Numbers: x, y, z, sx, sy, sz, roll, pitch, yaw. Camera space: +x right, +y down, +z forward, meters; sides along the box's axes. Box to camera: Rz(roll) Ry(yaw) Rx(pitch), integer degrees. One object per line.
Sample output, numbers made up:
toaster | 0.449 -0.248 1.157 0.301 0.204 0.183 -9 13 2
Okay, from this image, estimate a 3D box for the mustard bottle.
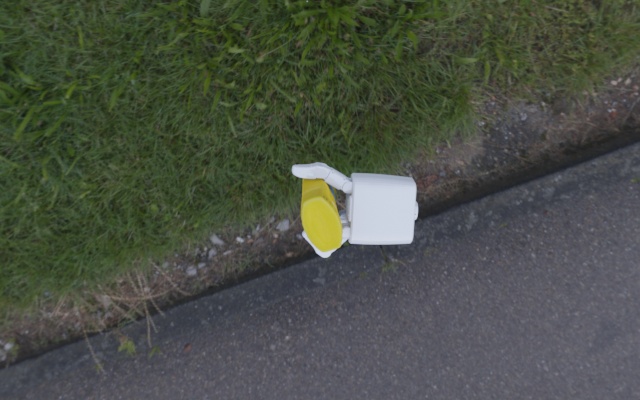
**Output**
mustard bottle | 0.000 0.003 0.808 0.058 0.096 0.191 -20 22 7
